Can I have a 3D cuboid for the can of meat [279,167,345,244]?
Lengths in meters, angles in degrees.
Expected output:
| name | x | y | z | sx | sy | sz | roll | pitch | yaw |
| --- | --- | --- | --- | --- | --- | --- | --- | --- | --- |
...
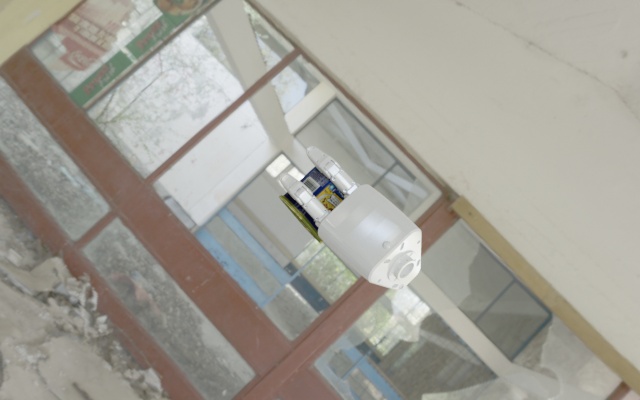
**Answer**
| name | x | y | z | sx | sy | sz | roll | pitch | yaw |
| --- | --- | --- | --- | --- | --- | --- | --- | --- | --- |
| can of meat | 0.000 | 0.002 | 0.711 | 0.057 | 0.084 | 0.102 | 42 | -8 | 41 |
